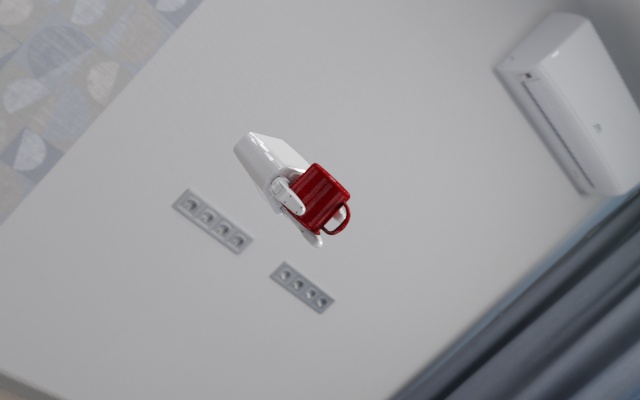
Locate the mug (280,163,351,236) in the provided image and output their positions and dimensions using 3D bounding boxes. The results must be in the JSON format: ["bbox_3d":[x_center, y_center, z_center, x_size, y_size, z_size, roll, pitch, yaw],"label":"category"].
[{"bbox_3d":[0.001,0.003,0.749,0.117,0.081,0.093,47,7,28],"label":"mug"}]
